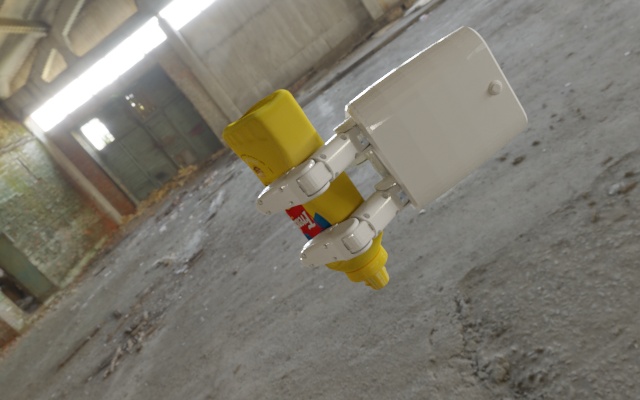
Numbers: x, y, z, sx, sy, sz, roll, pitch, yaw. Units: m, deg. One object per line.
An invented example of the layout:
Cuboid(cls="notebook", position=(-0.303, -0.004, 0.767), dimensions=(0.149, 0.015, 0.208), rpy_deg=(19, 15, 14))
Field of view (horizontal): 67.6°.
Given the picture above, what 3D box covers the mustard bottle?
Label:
Cuboid(cls="mustard bottle", position=(0.000, 0.001, 0.405), dimensions=(0.058, 0.192, 0.096), rpy_deg=(-43, 17, -20))
